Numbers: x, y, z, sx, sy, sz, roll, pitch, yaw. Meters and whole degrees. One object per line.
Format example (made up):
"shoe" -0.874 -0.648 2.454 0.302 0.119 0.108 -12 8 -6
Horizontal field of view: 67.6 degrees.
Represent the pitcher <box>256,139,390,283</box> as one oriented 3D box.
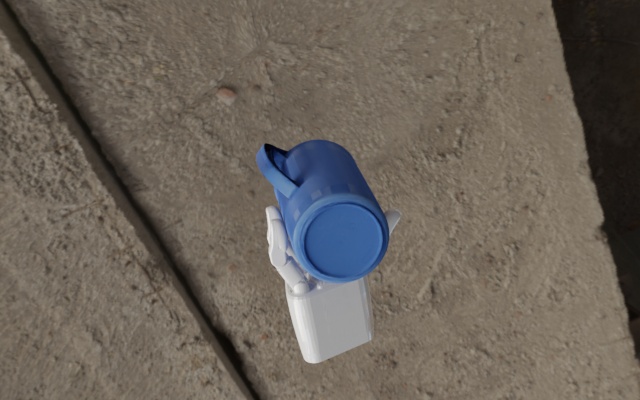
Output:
"pitcher" 0.000 0.002 0.622 0.149 0.145 0.242 -9 19 -4
